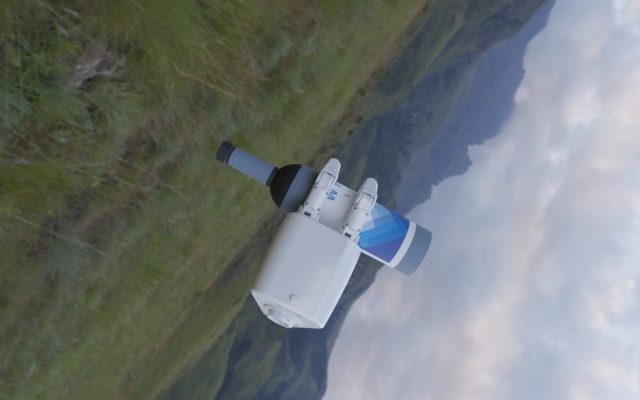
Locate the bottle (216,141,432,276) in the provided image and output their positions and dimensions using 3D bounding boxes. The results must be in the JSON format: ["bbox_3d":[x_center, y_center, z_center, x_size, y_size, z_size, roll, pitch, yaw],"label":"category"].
[{"bbox_3d":[0.000,0.002,0.627,0.296,0.069,0.069,28,-1,-2],"label":"bottle"}]
